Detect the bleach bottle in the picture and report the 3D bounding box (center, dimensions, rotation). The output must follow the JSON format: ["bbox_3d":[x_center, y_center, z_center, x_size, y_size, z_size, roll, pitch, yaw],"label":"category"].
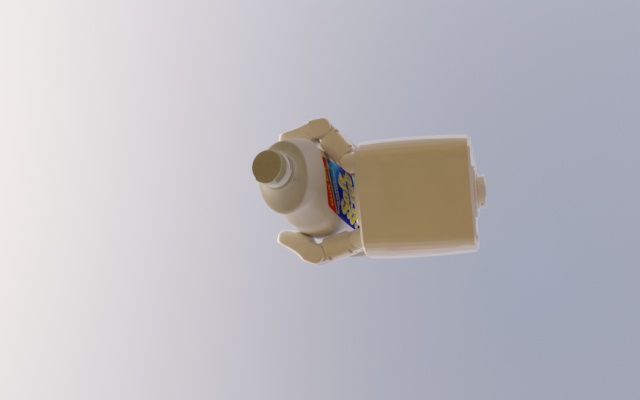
[{"bbox_3d":[0.000,0.002,0.510,0.068,0.102,0.251,-5,-12,21],"label":"bleach bottle"}]
